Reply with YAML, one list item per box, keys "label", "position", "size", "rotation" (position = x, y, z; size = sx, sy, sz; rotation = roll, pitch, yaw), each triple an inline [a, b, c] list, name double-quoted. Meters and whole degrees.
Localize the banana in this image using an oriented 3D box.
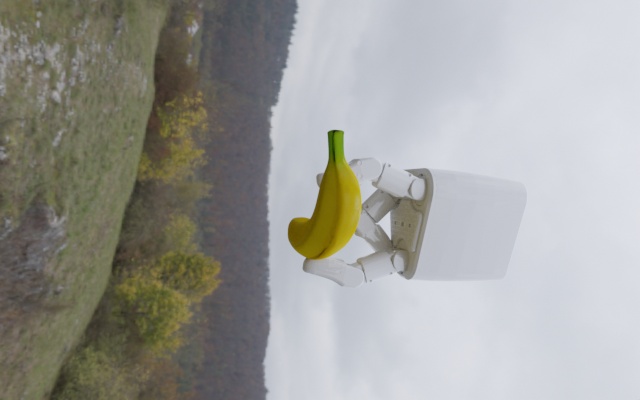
- label: "banana"
  position: [0.001, 0.017, 0.417]
  size: [0.037, 0.069, 0.198]
  rotation: [4, -24, -13]
